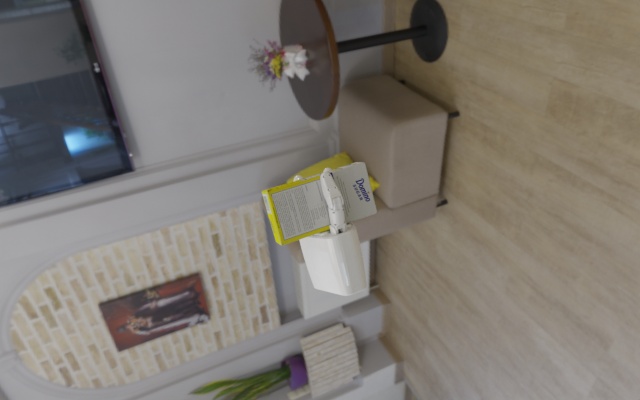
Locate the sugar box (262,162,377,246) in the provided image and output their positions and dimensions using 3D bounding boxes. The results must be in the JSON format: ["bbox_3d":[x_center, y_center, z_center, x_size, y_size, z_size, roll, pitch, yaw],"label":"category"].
[{"bbox_3d":[0.000,0.003,0.798,0.176,0.093,0.048,-17,9,-18],"label":"sugar box"}]
